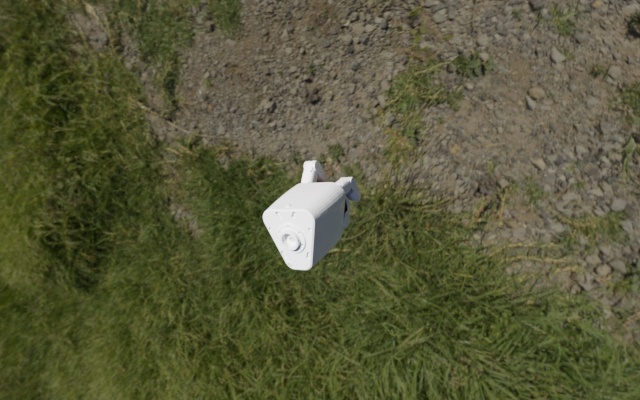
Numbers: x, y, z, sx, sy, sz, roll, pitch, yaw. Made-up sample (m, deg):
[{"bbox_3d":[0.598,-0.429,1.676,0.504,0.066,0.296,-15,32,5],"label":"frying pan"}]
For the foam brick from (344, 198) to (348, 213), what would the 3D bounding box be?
[{"bbox_3d":[0.000,0.003,0.842,0.078,0.053,0.051,-1,20,29],"label":"foam brick"}]
